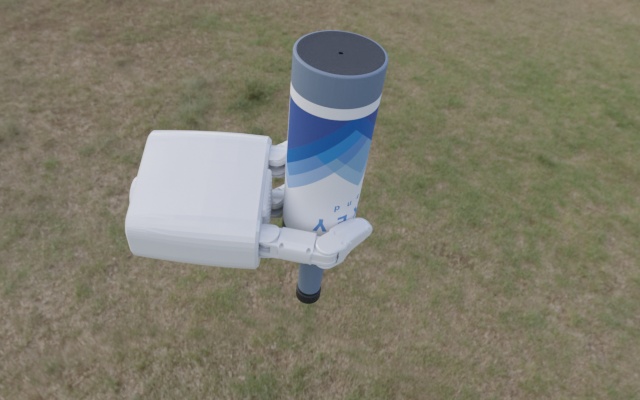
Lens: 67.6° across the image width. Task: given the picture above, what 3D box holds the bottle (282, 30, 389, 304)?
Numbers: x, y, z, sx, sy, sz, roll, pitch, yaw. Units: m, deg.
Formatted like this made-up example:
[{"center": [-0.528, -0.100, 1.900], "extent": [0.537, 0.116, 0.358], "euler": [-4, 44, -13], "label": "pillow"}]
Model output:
[{"center": [0.000, 0.001, 0.432], "extent": [0.069, 0.069, 0.296], "euler": [4, -45, -4], "label": "bottle"}]
